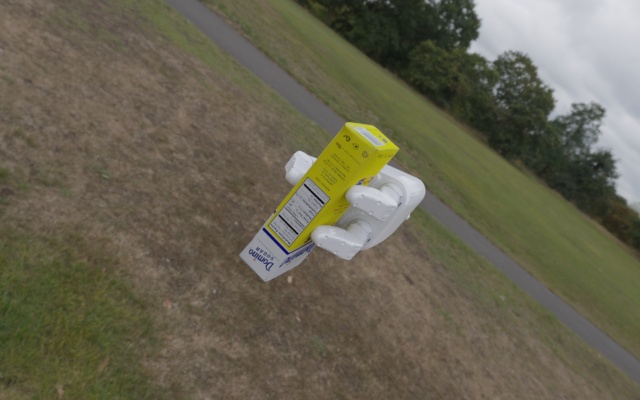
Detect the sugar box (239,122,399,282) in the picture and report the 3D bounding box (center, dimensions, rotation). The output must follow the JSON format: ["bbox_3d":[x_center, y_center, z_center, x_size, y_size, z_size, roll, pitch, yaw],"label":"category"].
[{"bbox_3d":[0.001,0.002,0.490,0.048,0.176,0.093,42,19,13],"label":"sugar box"}]
